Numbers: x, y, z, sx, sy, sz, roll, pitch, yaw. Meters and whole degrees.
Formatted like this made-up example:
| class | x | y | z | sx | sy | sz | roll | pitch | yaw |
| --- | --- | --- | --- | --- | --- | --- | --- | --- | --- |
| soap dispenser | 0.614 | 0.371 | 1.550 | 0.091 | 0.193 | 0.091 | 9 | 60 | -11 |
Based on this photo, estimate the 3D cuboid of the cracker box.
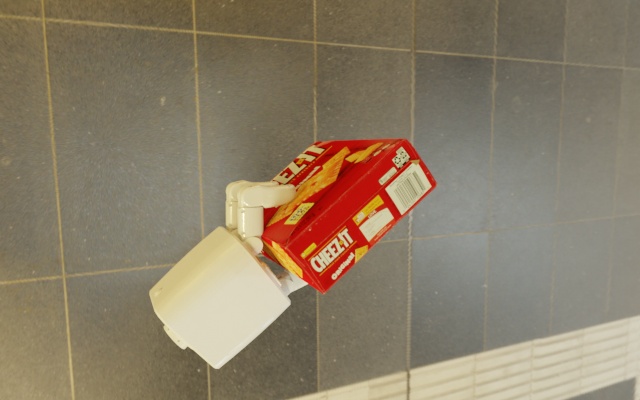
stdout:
| class | x | y | z | sx | sy | sz | roll | pitch | yaw |
| --- | --- | --- | --- | --- | --- | --- | --- | --- | --- |
| cracker box | 0.000 | 0.002 | 0.545 | 0.164 | 0.072 | 0.213 | -42 | 21 | -15 |
